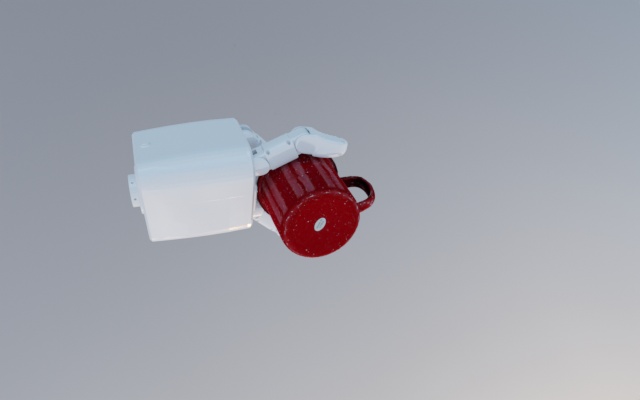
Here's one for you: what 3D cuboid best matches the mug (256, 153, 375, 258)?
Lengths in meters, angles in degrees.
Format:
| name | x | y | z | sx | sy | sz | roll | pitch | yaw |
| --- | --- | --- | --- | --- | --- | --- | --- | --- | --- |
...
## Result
| name | x | y | z | sx | sy | sz | roll | pitch | yaw |
| --- | --- | --- | --- | --- | --- | --- | --- | --- | --- |
| mug | 0.002 | 0.002 | 0.489 | 0.117 | 0.093 | 0.081 | -10 | 36 | -17 |
